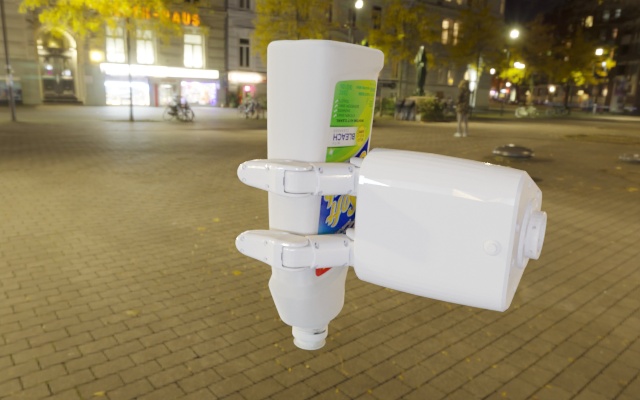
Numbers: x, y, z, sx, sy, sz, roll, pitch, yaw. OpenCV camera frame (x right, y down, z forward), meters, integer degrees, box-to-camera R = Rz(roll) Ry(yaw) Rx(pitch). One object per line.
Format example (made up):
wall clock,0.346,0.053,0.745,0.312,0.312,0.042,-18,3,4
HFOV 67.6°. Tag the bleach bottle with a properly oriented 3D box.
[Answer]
bleach bottle,0.000,0.001,0.400,0.068,0.251,0.102,11,16,32
